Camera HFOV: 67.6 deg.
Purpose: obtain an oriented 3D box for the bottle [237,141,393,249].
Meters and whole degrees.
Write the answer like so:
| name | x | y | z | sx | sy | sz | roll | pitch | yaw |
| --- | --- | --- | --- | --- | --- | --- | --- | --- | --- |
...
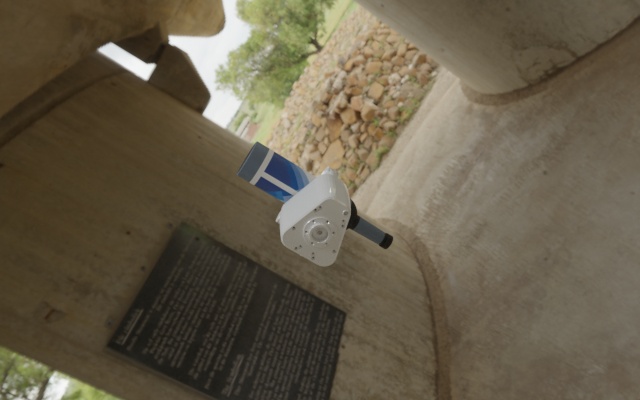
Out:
| name | x | y | z | sx | sy | sz | roll | pitch | yaw |
| --- | --- | --- | --- | --- | --- | --- | --- | --- | --- |
| bottle | 0.000 | 0.003 | 0.828 | 0.296 | 0.069 | 0.069 | 31 | -8 | -13 |
